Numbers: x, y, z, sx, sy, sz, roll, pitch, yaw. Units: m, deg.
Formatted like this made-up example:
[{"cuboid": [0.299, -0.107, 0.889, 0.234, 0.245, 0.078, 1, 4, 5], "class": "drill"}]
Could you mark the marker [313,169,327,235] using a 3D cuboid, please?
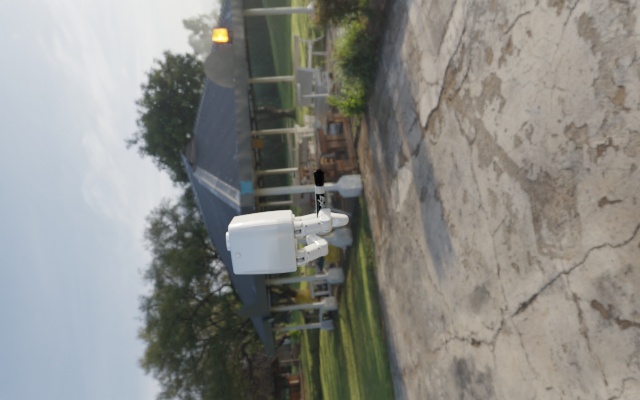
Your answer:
[{"cuboid": [0.000, 0.003, 0.844, 0.020, 0.121, 0.020, -3, 23, 1], "class": "marker"}]
